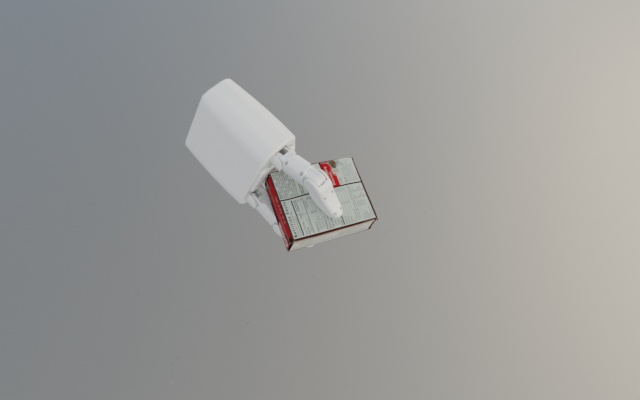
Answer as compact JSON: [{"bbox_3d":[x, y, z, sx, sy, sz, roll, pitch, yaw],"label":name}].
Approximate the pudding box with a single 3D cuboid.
[{"bbox_3d":[0.000,0.002,0.567,0.113,0.090,0.039,-14,-19,-20],"label":"pudding box"}]
